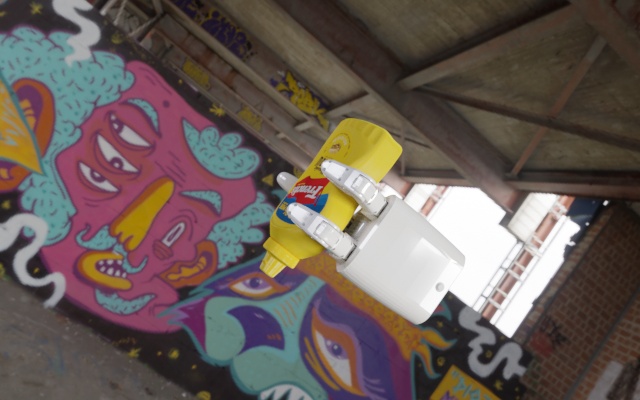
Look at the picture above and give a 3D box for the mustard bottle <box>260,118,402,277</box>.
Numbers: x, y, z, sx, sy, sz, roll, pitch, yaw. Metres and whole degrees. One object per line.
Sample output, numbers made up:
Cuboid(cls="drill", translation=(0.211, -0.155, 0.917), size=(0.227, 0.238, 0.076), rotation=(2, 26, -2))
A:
Cuboid(cls="mustard bottle", translation=(0.000, 0.001, 0.517), size=(0.058, 0.191, 0.096), rotation=(41, -7, -33))
